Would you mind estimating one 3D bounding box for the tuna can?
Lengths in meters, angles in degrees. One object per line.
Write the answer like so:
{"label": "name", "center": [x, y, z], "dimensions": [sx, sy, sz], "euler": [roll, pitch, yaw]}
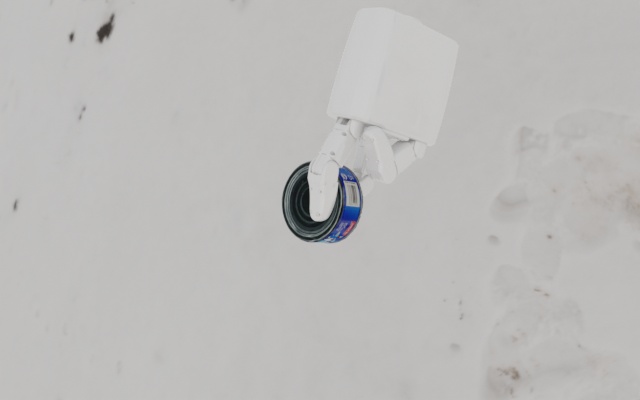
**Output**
{"label": "tuna can", "center": [0.000, 0.002, 0.495], "dimensions": [0.086, 0.086, 0.034], "euler": [0, -4, 41]}
